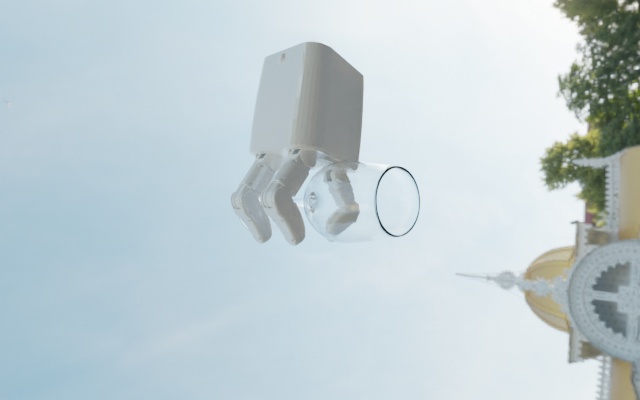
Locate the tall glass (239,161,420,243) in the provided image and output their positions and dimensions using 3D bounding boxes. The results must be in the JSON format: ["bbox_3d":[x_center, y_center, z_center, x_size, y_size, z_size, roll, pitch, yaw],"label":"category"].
[{"bbox_3d":[0.000,0.002,0.482,0.079,0.079,0.201,0,0,-42],"label":"tall glass"}]
